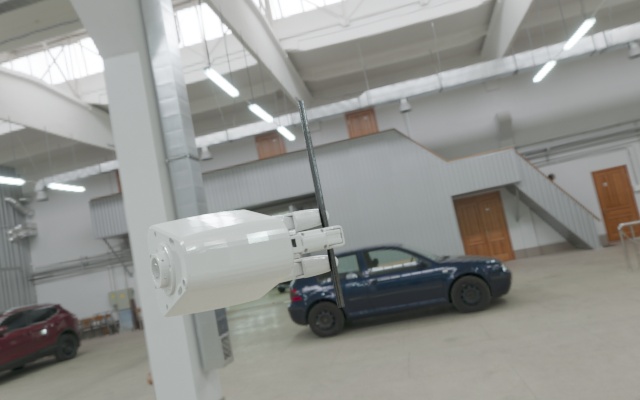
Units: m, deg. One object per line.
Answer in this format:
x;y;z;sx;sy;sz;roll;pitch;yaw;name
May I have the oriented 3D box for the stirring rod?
0.000;0.002;0.545;0.011;0.239;0.011;-11;-5;-1;stirring rod
